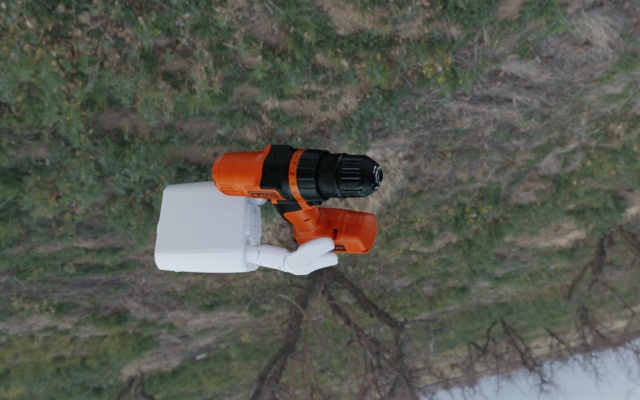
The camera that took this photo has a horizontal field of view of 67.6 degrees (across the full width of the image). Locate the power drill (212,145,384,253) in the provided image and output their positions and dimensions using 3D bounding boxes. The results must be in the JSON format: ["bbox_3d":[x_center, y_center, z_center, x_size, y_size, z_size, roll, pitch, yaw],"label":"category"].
[{"bbox_3d":[0.000,0.002,0.530,0.184,0.057,0.188,4,-24,27],"label":"power drill"}]
